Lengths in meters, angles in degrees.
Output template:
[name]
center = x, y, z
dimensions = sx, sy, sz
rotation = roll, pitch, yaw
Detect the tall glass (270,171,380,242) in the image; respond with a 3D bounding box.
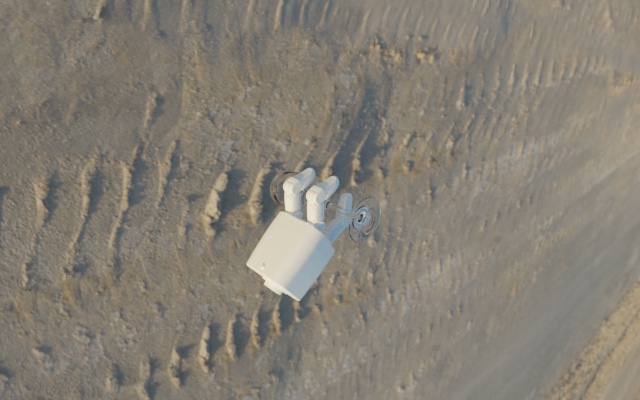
[tall glass]
center = 0.001, 0.003, 0.806
dimensions = 0.079, 0.079, 0.201
rotation = 0, 16, -46
